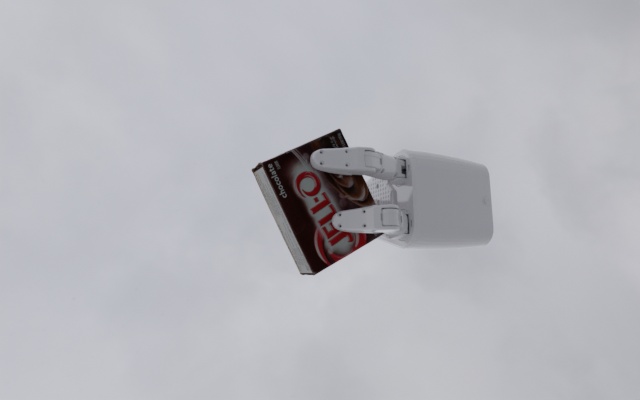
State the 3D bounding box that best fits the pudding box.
[{"bbox_3d":[0.000,0.001,0.451,0.090,0.113,0.039,-27,2,-28],"label":"pudding box"}]
